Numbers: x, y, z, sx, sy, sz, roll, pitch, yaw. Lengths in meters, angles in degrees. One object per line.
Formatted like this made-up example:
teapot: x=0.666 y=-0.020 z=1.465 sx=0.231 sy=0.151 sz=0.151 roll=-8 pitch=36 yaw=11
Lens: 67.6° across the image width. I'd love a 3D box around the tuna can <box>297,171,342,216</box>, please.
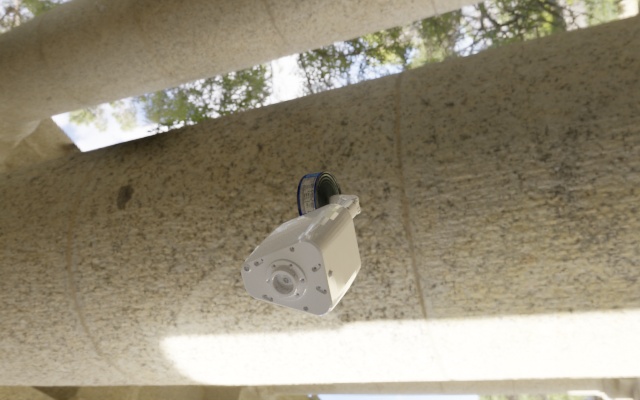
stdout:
tuna can: x=0.000 y=0.002 z=0.684 sx=0.034 sy=0.086 sz=0.086 roll=-7 pitch=-3 yaw=26
